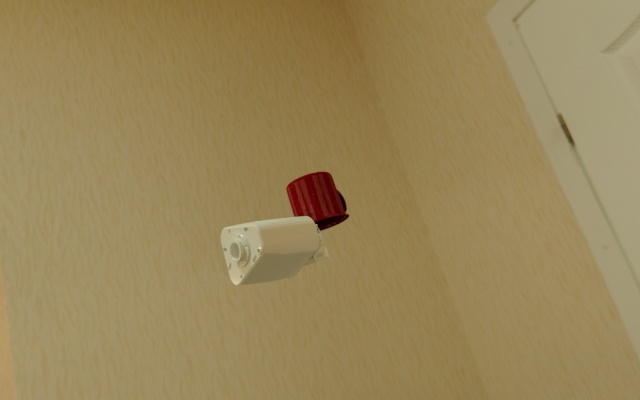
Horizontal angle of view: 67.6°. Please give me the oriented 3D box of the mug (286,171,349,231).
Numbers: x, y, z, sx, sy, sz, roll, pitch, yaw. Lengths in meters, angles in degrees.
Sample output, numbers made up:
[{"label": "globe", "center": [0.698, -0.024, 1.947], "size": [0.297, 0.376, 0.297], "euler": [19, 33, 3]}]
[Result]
[{"label": "mug", "center": [0.001, 0.002, 0.806], "size": [0.117, 0.081, 0.093], "euler": [-5, -19, -44]}]
